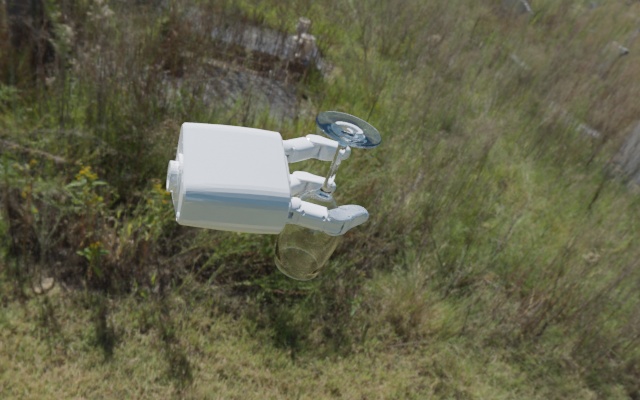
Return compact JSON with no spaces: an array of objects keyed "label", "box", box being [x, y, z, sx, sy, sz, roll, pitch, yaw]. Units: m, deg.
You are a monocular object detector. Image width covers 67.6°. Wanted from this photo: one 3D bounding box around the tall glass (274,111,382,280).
[{"label":"tall glass","box":[0.000,0.001,0.561,0.079,0.201,0.079,15,33,-10]}]
